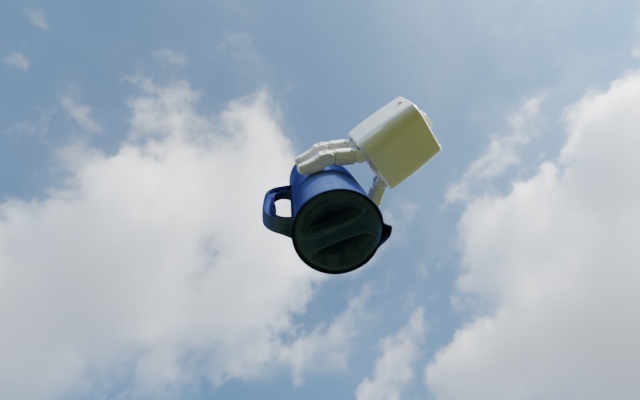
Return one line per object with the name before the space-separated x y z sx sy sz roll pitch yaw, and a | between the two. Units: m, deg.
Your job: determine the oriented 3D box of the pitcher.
pitcher | 0.000 0.002 0.772 0.145 0.149 0.242 -39 22 8
